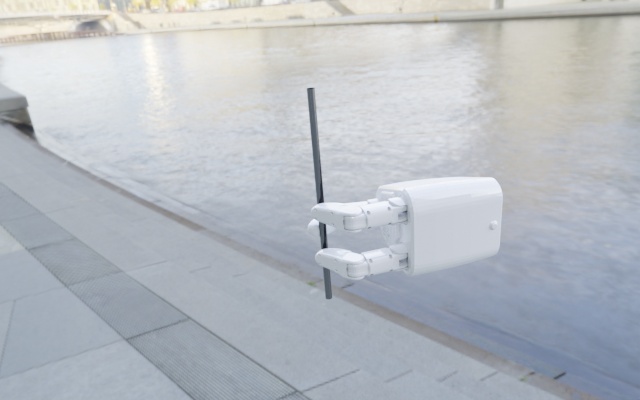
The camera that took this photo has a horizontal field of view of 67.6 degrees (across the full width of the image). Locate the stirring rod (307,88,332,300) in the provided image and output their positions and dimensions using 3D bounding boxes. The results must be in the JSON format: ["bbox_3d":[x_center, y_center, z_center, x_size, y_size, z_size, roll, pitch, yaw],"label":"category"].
[{"bbox_3d":[0.000,0.002,0.511,0.011,0.240,0.011,-4,22,2],"label":"stirring rod"}]
